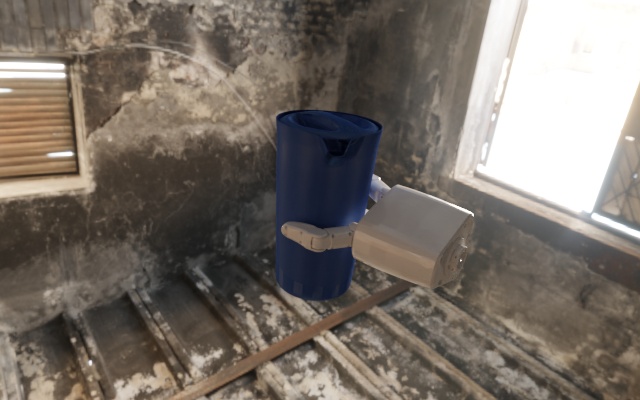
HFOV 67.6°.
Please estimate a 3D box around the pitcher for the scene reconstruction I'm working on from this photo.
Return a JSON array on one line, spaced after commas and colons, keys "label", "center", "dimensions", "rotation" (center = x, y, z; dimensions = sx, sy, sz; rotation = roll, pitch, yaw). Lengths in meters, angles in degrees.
[{"label": "pitcher", "center": [0.000, 0.002, 0.646], "dimensions": [0.145, 0.243, 0.149], "rotation": [21, 27, 32]}]
